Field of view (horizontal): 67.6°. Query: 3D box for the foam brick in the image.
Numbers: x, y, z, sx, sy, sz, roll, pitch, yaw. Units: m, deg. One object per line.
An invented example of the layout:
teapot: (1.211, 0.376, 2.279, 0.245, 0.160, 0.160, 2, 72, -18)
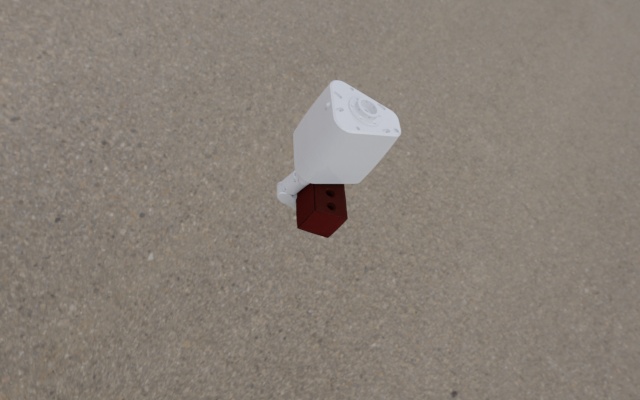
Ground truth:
foam brick: (0.000, 0.002, 0.668, 0.053, 0.078, 0.051, 17, -41, -28)
